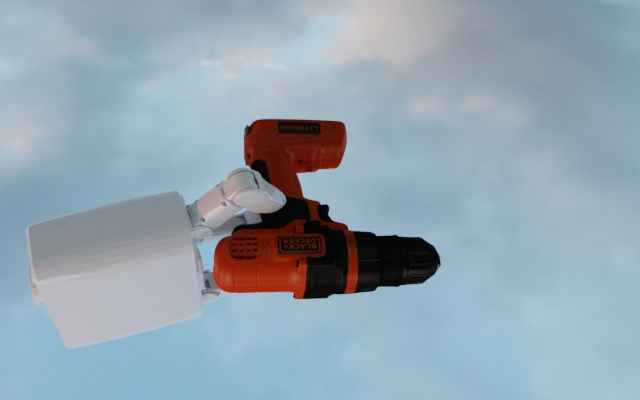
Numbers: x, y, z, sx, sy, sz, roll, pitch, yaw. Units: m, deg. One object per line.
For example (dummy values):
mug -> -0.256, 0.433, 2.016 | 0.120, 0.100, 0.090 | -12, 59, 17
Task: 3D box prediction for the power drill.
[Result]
power drill -> 0.000, 0.001, 0.433 | 0.184, 0.057, 0.187 | 1, 44, -10
